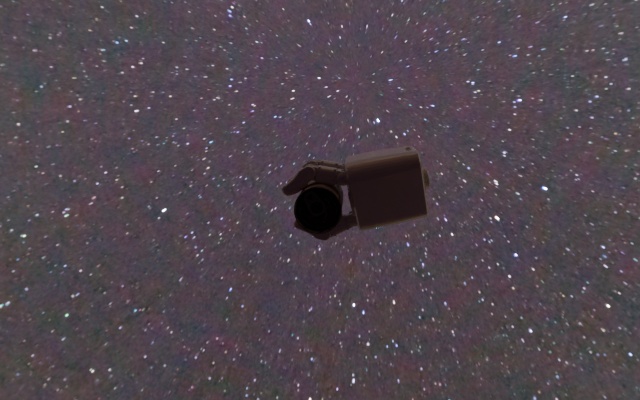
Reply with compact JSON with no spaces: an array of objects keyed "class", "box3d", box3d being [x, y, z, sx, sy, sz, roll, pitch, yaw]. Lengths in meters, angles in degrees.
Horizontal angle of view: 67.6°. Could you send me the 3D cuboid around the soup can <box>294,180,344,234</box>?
[{"class":"soup can","box3d":[0.000,0.002,0.716,0.068,0.068,0.102,0,14,5]}]
